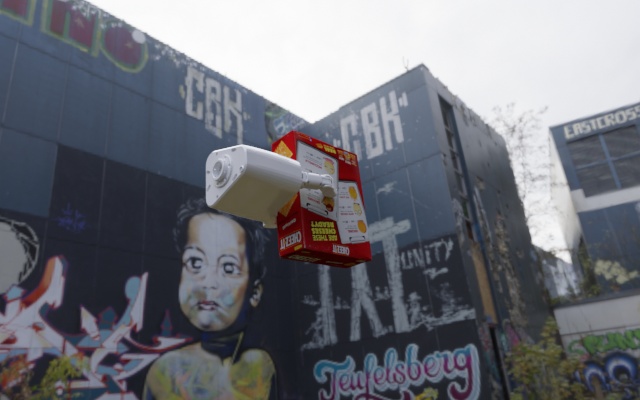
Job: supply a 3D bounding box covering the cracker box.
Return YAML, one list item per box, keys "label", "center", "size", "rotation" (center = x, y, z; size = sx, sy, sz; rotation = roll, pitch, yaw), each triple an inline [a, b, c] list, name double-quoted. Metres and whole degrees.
- label: "cracker box"
  center: [0.000, 0.003, 0.841]
  size: [0.164, 0.213, 0.072]
  rotation: [15, -30, -42]
